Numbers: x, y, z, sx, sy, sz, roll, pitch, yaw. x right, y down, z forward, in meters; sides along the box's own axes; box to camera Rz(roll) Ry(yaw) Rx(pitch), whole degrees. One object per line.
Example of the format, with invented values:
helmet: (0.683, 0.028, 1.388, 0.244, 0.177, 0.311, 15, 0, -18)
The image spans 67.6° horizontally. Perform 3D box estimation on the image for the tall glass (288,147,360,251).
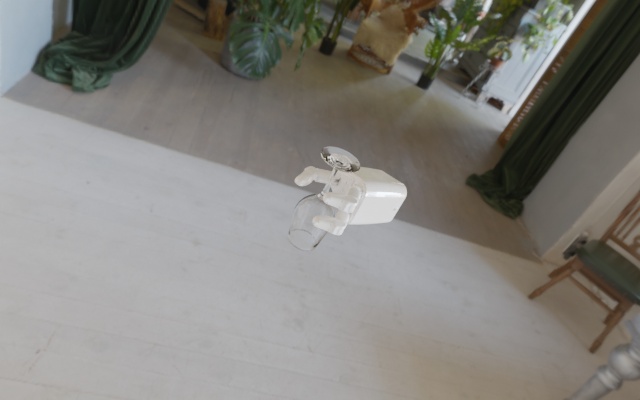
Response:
tall glass: (0.000, 0.002, 0.885, 0.079, 0.201, 0.079, 18, 34, -12)
